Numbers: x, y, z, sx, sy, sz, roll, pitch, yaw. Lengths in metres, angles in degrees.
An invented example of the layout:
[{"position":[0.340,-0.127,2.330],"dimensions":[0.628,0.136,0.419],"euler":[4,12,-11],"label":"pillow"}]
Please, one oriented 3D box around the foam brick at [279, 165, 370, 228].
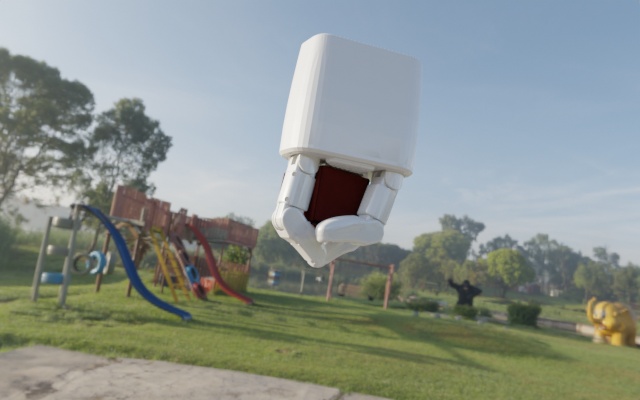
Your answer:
[{"position":[0.000,0.002,0.443],"dimensions":[0.053,0.051,0.078],"euler":[14,-9,-30],"label":"foam brick"}]
